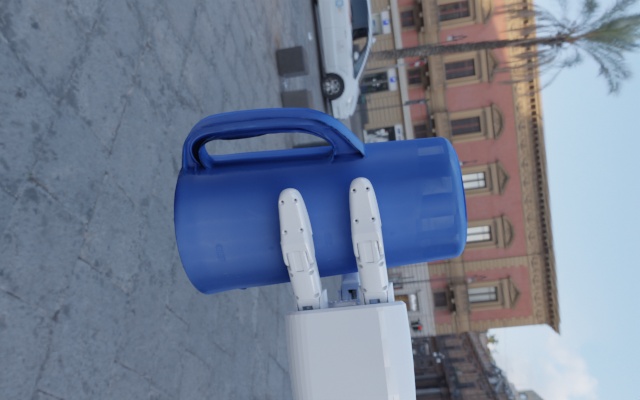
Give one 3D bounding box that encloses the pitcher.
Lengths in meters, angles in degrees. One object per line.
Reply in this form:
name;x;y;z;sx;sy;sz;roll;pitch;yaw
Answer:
pitcher;0.000;0.002;0.433;0.243;0.145;0.149;-7;-12;8
